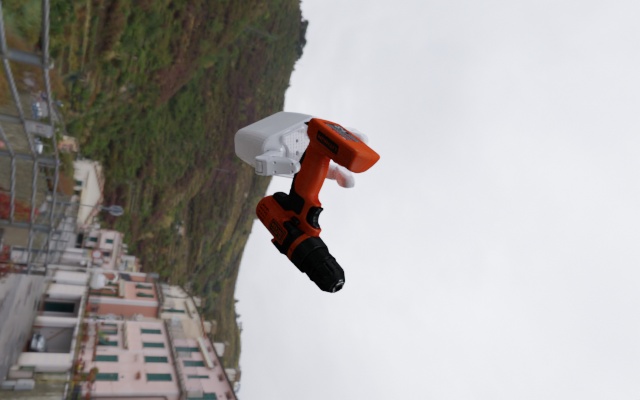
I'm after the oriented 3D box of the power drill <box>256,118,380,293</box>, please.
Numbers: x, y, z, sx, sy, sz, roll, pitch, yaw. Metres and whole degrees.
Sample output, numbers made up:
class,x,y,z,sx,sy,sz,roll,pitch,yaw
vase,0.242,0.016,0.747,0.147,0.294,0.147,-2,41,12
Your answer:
class,x,y,z,sx,sy,sz,roll,pitch,yaw
power drill,0.000,0.002,0.626,0.057,0.188,0.184,4,32,-48
